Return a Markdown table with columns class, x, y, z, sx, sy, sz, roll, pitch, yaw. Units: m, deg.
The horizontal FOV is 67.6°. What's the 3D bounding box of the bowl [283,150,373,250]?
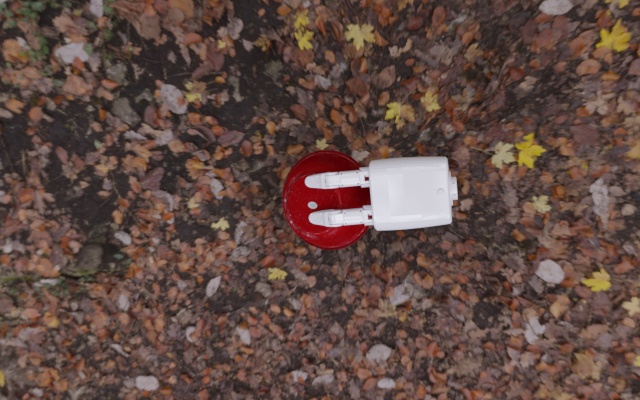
| class | x | y | z | sx | sy | sz | roll | pitch | yaw |
| --- | --- | --- | --- | --- | --- | --- | --- | --- | --- |
| bowl | -0.001 | 0.003 | 0.741 | 0.162 | 0.162 | 0.055 | 0 | 6 | 25 |
